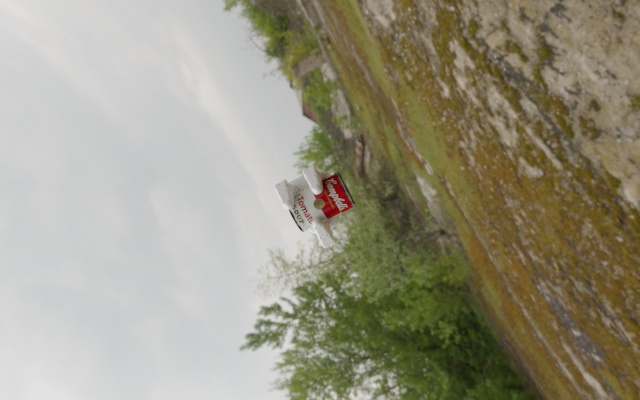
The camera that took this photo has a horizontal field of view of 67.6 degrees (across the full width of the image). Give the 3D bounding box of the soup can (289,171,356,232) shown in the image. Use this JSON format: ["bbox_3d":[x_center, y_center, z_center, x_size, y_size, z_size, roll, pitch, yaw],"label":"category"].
[{"bbox_3d":[0.000,0.003,0.821,0.102,0.068,0.068,-27,-3,6],"label":"soup can"}]
